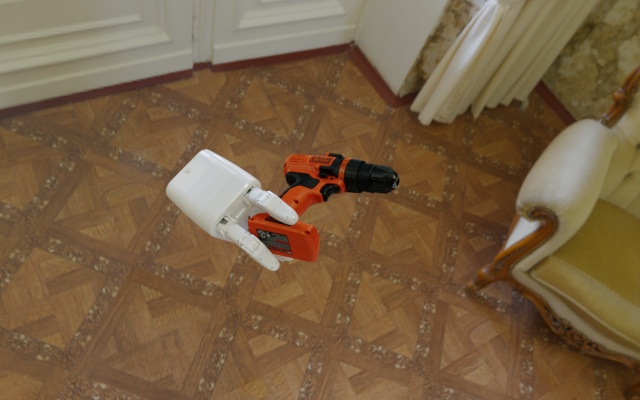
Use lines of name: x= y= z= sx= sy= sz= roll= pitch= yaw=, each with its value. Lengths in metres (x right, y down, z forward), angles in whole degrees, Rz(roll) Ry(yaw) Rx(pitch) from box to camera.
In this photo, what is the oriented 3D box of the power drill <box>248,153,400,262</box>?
power drill: x=0.000 y=0.002 z=0.675 sx=0.184 sy=0.057 sz=0.187 roll=8 pitch=40 yaw=28
